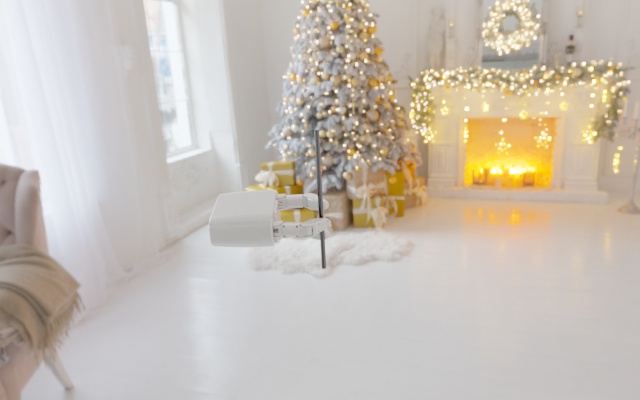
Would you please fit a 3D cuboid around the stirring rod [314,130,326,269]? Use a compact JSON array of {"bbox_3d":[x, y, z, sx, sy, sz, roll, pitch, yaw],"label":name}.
[{"bbox_3d":[0.000,0.003,0.804,0.011,0.239,0.011,-3,16,1],"label":"stirring rod"}]
